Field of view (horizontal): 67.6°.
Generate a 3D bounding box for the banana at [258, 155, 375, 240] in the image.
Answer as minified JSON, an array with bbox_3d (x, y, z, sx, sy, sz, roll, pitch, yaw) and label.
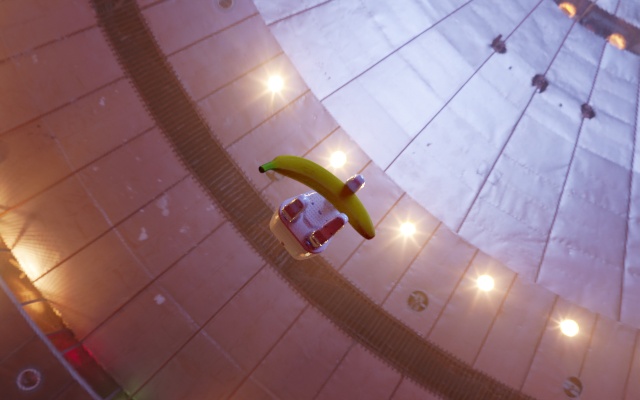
[{"bbox_3d":[0.004,-0.014,0.702,0.198,0.069,0.037,31,-33,-12],"label":"banana"}]
